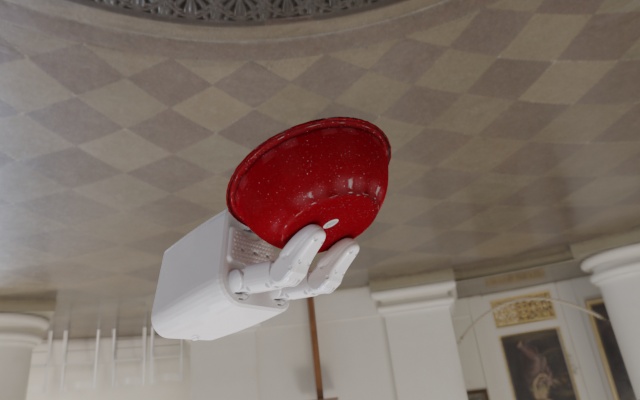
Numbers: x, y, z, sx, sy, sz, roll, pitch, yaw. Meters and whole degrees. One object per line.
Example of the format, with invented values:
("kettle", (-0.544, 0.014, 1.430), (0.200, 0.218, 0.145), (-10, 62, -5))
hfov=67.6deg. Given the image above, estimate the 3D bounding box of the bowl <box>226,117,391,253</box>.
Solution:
("bowl", (0.001, 0.001, 0.431), (0.162, 0.055, 0.162), (-17, -32, -11))
